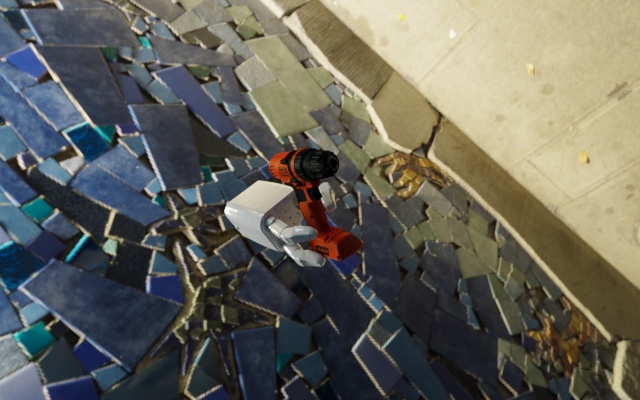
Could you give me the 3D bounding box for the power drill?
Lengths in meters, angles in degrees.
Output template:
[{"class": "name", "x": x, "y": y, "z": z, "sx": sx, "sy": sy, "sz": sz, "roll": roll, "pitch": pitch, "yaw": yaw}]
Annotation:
[{"class": "power drill", "x": 0.000, "y": 0.003, "z": 0.770, "sx": 0.057, "sy": 0.188, "sz": 0.184, "roll": -30, "pitch": 17, "yaw": -23}]
